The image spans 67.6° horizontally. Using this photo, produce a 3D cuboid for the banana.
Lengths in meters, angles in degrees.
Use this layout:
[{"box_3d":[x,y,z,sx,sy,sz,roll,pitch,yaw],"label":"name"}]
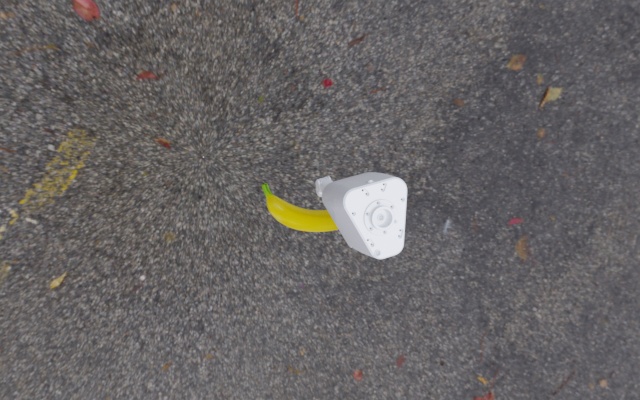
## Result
[{"box_3d":[-0.006,0.020,0.815,0.198,0.069,0.037,10,3,-14],"label":"banana"}]
